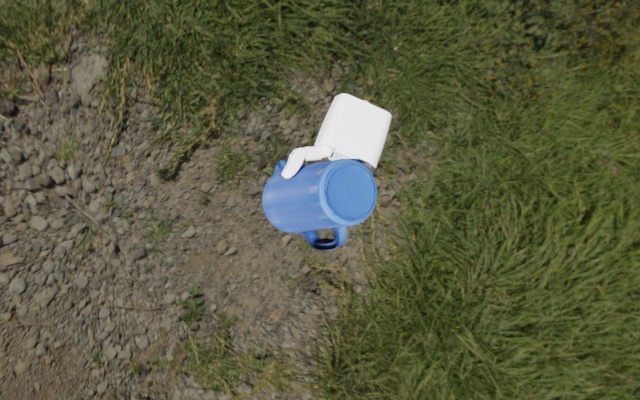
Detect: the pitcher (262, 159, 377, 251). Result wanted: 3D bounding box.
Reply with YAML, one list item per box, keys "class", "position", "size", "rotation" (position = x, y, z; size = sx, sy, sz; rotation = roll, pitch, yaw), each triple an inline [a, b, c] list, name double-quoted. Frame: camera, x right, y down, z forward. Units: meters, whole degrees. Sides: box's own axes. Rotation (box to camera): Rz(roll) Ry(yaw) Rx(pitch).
- class: "pitcher"
  position: [0.000, 0.003, 0.858]
  size: [0.149, 0.145, 0.243]
  rotation: [25, -13, -22]
